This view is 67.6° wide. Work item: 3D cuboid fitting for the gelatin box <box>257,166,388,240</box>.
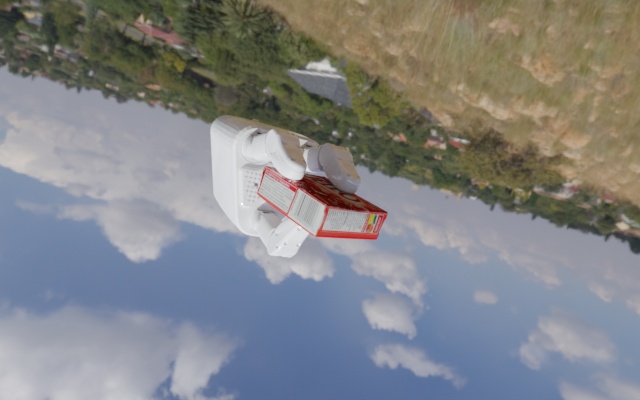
[{"bbox_3d":[0.000,0.002,0.406,0.073,0.030,0.089,8,18,-43],"label":"gelatin box"}]
